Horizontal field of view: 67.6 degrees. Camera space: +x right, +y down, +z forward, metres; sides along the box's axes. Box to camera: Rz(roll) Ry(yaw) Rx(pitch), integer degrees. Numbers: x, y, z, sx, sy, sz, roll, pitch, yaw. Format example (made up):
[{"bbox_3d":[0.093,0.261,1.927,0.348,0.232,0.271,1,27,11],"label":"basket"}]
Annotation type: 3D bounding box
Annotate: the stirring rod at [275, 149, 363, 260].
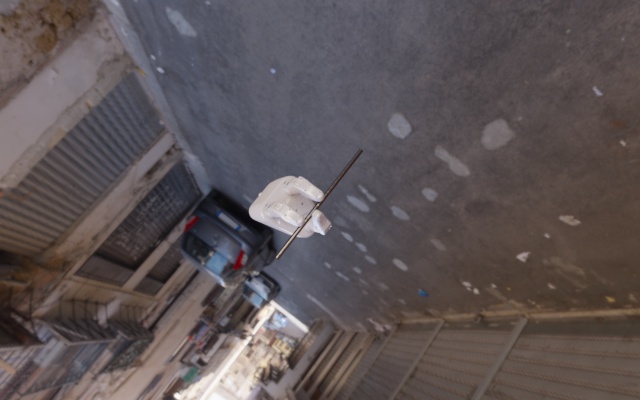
[{"bbox_3d":[0.000,0.003,0.806,0.011,0.239,0.011,35,-16,11],"label":"stirring rod"}]
